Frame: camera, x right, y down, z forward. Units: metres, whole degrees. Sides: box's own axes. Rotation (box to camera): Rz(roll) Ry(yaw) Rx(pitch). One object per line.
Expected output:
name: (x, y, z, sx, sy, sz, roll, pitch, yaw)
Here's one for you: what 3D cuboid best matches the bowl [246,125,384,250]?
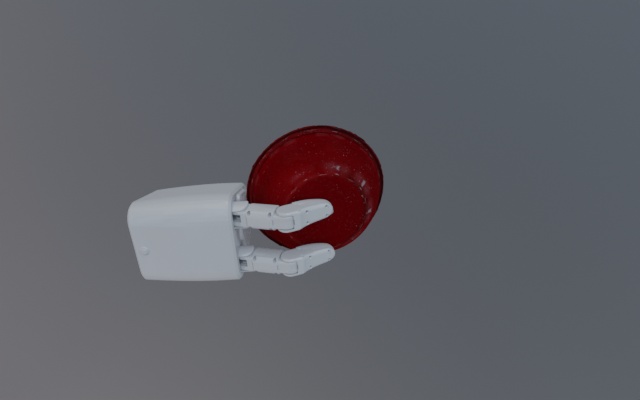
bowl: (0.001, 0.001, 0.531, 0.162, 0.162, 0.055, 0, 27, -12)
